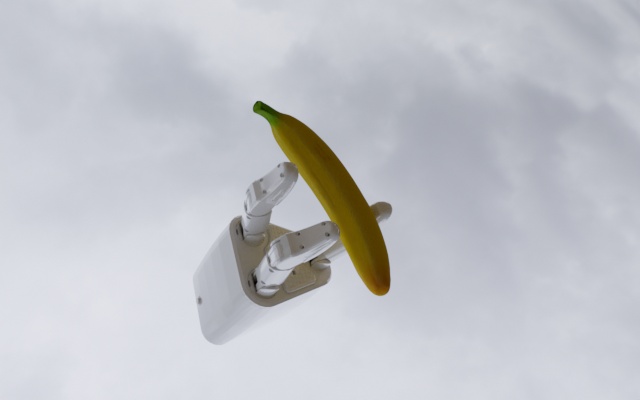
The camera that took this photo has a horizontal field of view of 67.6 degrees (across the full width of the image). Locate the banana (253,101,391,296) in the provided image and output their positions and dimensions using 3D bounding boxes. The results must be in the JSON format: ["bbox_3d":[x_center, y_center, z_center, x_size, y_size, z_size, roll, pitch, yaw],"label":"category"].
[{"bbox_3d":[0.008,-0.005,0.429,0.037,0.197,0.069,-42,-12,33],"label":"banana"}]
